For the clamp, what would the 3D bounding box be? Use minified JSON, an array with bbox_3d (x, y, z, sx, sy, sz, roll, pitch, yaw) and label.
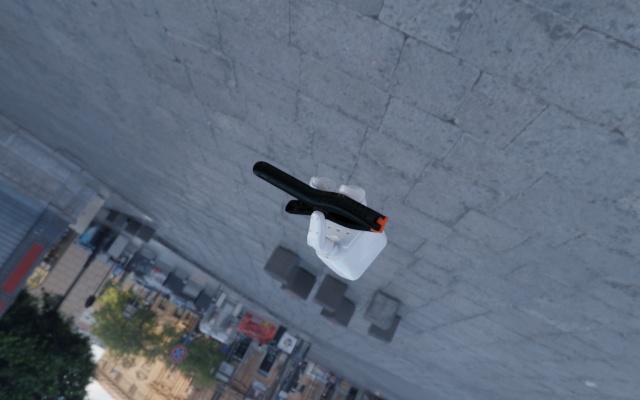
[{"bbox_3d":[0.000,0.003,0.737,0.210,0.036,0.165,16,-18,30],"label":"clamp"}]
